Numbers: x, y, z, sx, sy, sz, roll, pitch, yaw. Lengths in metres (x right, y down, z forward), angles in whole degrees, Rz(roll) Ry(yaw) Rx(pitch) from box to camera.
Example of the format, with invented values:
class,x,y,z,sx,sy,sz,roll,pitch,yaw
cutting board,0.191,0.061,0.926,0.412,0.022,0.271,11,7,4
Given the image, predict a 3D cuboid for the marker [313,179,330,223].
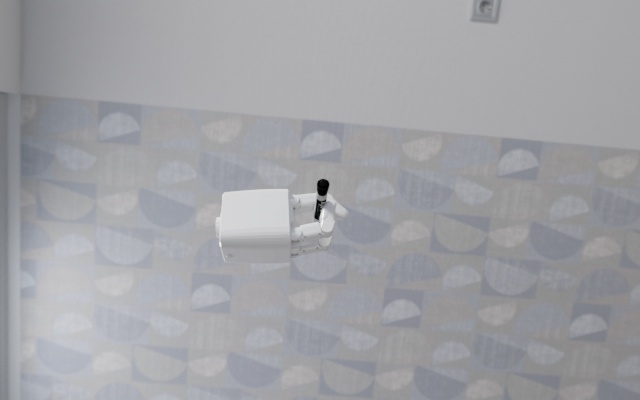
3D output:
class,x,y,z,sx,sy,sz,roll,pitch,yaw
marker,0.000,0.002,0.745,0.020,0.020,0.121,0,-28,-5
